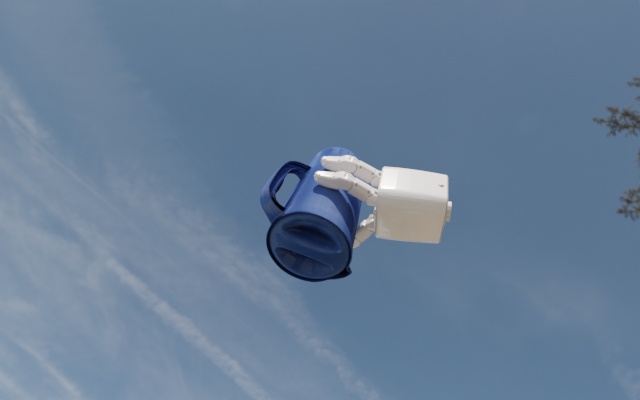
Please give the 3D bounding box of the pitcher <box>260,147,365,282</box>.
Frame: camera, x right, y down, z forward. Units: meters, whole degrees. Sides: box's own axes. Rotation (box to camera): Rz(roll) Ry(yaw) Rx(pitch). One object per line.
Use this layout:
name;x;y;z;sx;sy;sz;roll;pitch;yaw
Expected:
pitcher;0.000;0.003;0.799;0.145;0.149;0.242;5;35;12
